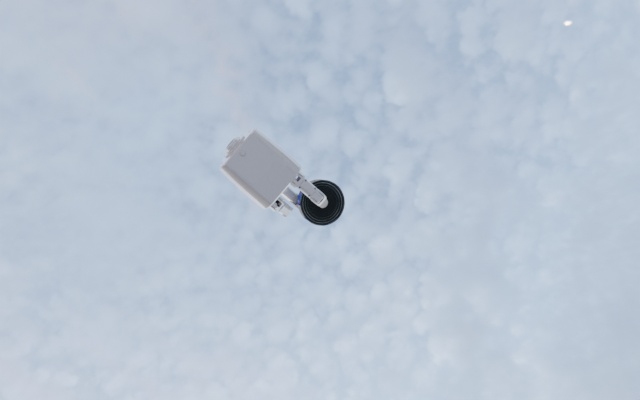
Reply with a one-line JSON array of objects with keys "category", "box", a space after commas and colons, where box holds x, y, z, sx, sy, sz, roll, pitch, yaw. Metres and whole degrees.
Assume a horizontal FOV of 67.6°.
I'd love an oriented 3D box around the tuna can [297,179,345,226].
[{"category": "tuna can", "box": [0.000, 0.003, 0.898, 0.086, 0.086, 0.033, 0, 6, -15]}]
